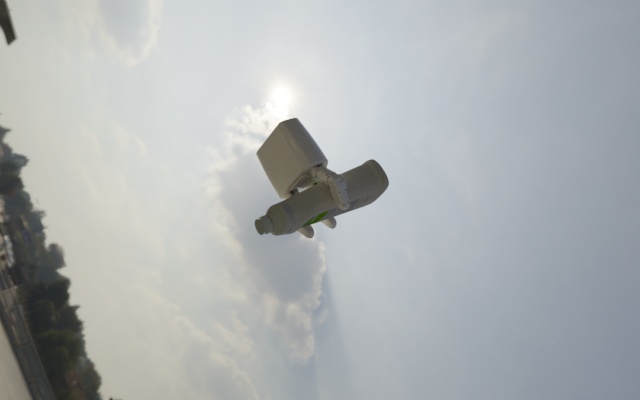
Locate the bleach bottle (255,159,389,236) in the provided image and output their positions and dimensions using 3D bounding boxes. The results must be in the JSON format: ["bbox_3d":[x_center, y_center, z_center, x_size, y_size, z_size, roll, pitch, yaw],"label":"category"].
[{"bbox_3d":[0.000,0.003,0.846,0.251,0.068,0.103,-21,-19,-34],"label":"bleach bottle"}]
